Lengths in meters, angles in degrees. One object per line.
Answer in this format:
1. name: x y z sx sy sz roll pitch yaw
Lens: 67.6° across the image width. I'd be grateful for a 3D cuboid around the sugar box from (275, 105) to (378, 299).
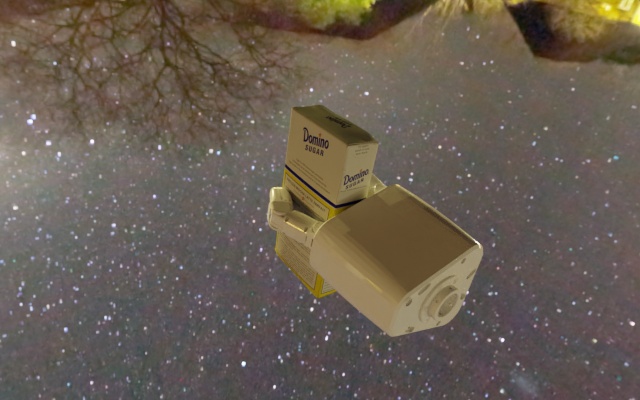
1. sugar box: 0.001 0.002 0.489 0.048 0.176 0.093 -11 37 -36
